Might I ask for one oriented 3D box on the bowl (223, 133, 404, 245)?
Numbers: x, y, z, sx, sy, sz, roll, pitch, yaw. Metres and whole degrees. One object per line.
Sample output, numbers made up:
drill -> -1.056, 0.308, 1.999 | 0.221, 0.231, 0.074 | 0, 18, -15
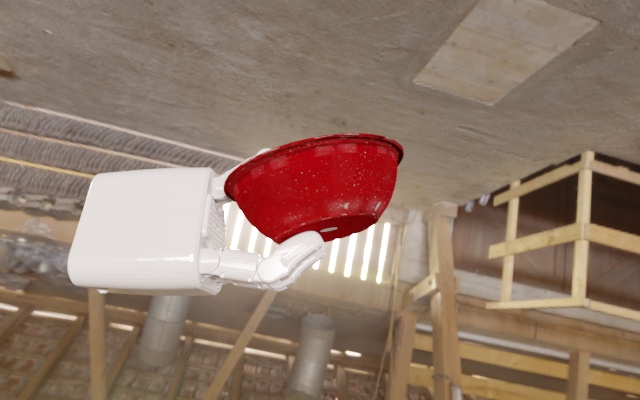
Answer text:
bowl -> 0.001, 0.001, 0.416 | 0.162, 0.055, 0.162 | -12, -16, -3
